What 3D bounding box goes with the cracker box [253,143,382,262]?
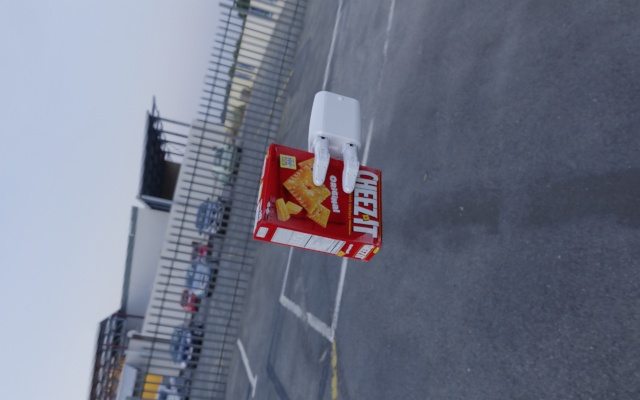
[{"bbox_3d":[0.000,0.003,0.839,0.214,0.164,0.072,12,-33,-13],"label":"cracker box"}]
